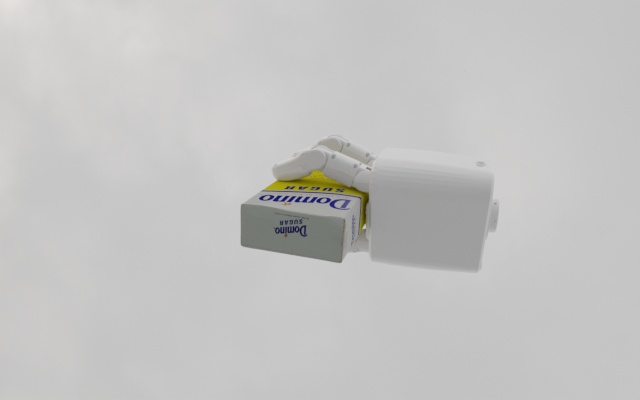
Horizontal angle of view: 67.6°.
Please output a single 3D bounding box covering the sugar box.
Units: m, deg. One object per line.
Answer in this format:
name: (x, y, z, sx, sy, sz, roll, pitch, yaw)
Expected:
sugar box: (0.000, 0.001, 0.469, 0.093, 0.048, 0.176, 8, 17, 14)
